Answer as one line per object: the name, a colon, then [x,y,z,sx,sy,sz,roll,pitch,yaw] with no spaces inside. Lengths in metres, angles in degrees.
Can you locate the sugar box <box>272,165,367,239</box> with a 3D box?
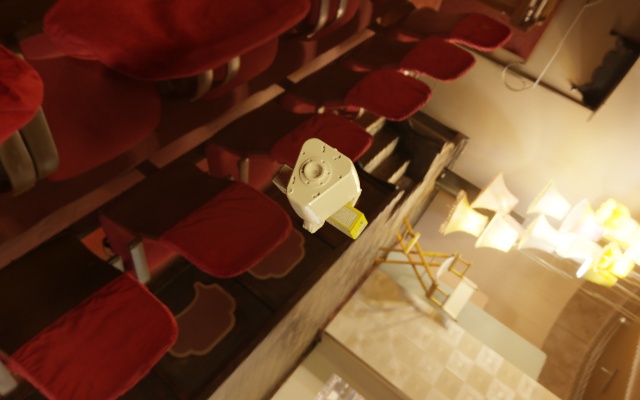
sugar box: [0.001,0.002,0.885,0.176,0.048,0.093,35,-5,16]
